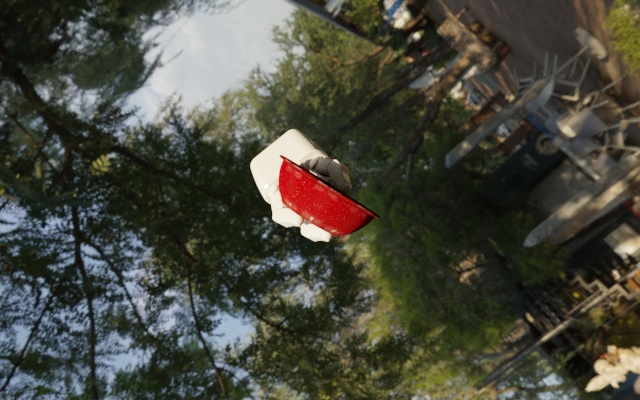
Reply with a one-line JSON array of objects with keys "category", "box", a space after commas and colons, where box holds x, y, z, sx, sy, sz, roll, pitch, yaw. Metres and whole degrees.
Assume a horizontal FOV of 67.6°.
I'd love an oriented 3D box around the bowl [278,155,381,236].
[{"category": "bowl", "box": [0.000, 0.003, 0.651, 0.162, 0.055, 0.162, 32, 3, -2]}]
